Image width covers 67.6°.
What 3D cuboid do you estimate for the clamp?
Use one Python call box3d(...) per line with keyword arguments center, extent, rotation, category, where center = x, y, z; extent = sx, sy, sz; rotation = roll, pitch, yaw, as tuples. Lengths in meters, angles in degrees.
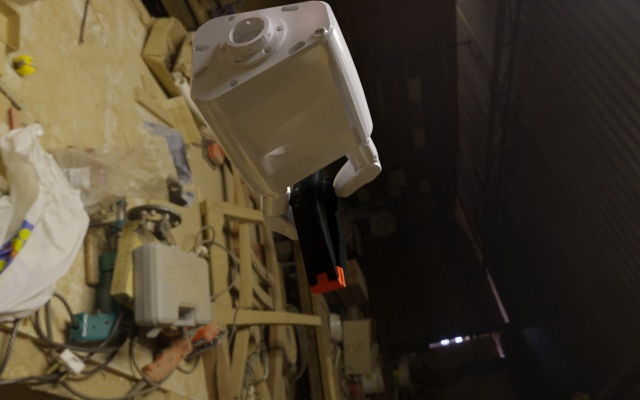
box3d(center=(0.001, 0.002, 0.474), extent=(0.036, 0.209, 0.165), rotation=(-18, -36, 11), category="clamp")
